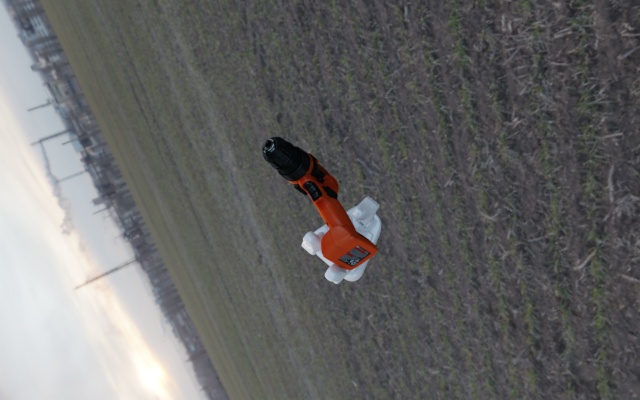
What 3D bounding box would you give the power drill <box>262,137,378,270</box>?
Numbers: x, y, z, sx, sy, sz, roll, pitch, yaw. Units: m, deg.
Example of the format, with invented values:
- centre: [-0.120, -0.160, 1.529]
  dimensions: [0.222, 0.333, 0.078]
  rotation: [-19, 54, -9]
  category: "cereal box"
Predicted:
- centre: [0.000, 0.003, 0.697]
  dimensions: [0.057, 0.187, 0.184]
  rotation: [-37, -34, 15]
  category: "power drill"
